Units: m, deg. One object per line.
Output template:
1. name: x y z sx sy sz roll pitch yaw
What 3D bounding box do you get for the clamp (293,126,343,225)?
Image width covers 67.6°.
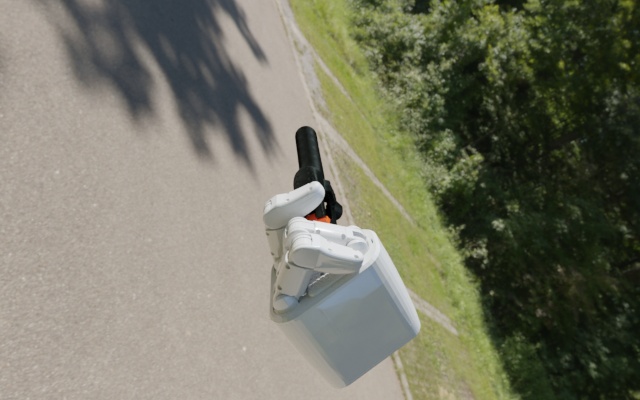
1. clamp: 0.001 0.001 0.509 0.039 0.120 0.171 -21 28 14
